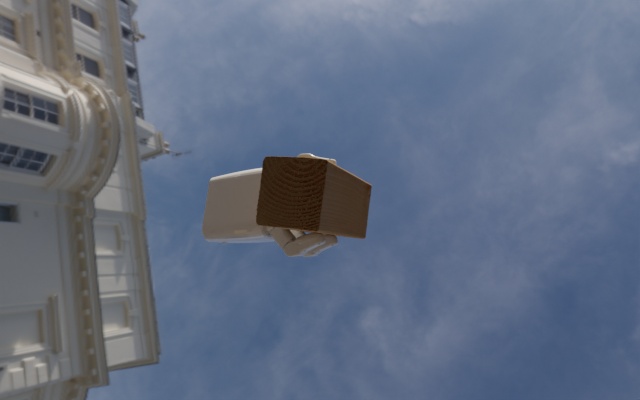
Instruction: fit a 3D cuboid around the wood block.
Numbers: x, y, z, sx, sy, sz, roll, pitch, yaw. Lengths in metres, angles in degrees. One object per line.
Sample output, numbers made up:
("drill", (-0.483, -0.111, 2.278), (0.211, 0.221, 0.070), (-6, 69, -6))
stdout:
("wood block", (0.000, 0.002, 0.683), (0.090, 0.091, 0.206), (5, -5, 21))
